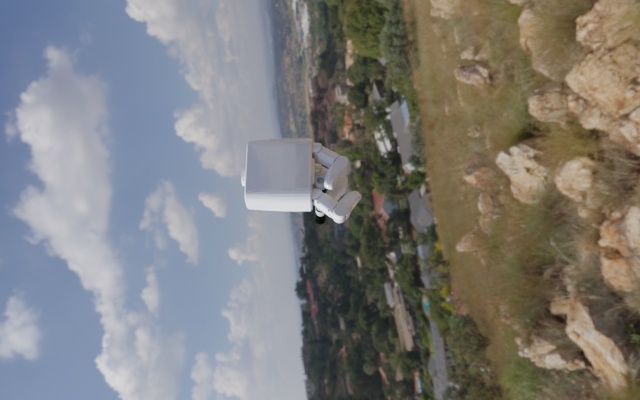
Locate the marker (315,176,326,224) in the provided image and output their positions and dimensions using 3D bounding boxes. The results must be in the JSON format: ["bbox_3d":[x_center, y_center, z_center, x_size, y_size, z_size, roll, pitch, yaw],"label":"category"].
[{"bbox_3d":[0.000,0.003,0.797,0.020,0.020,0.121,0,-35,0],"label":"marker"}]
